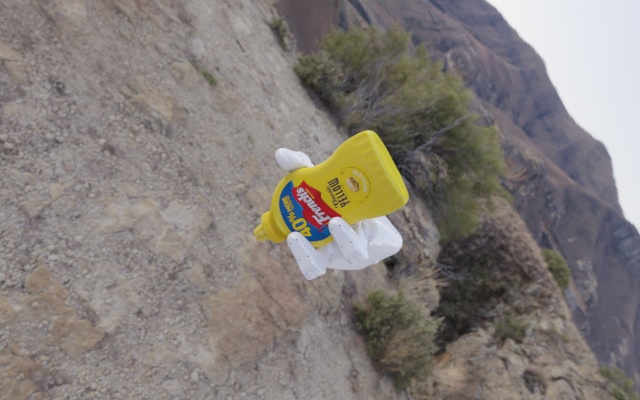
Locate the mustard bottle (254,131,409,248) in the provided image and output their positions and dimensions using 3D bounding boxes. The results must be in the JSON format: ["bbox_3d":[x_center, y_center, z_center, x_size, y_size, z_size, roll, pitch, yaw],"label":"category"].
[{"bbox_3d":[0.000,0.002,0.570,0.192,0.096,0.058,-28,1,21],"label":"mustard bottle"}]
